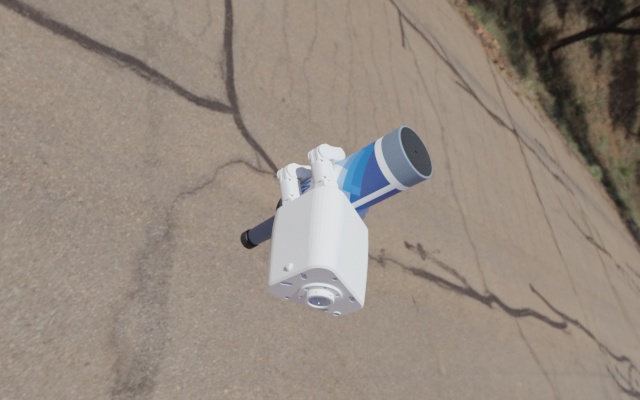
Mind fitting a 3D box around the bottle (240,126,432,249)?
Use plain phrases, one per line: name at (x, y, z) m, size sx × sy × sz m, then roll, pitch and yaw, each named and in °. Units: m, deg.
bottle at (0.000, 0.002, 0.618) m, size 0.296 × 0.069 × 0.069 m, roll -28°, pitch -17°, yaw 34°
